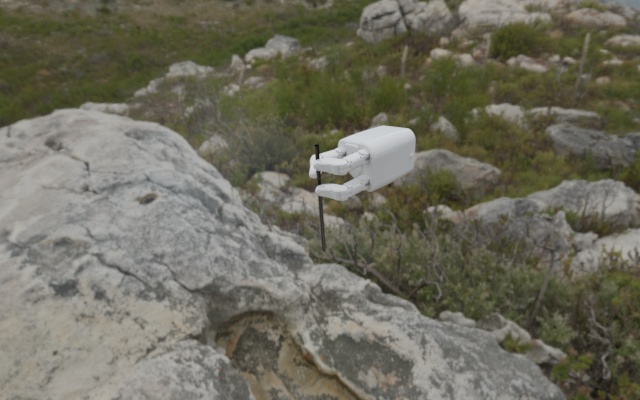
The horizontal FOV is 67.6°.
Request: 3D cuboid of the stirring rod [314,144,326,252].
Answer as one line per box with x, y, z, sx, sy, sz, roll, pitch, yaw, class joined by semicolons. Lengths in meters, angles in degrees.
0.000;0.003;0.891;0.011;0.240;0.011;-3;36;2;stirring rod
